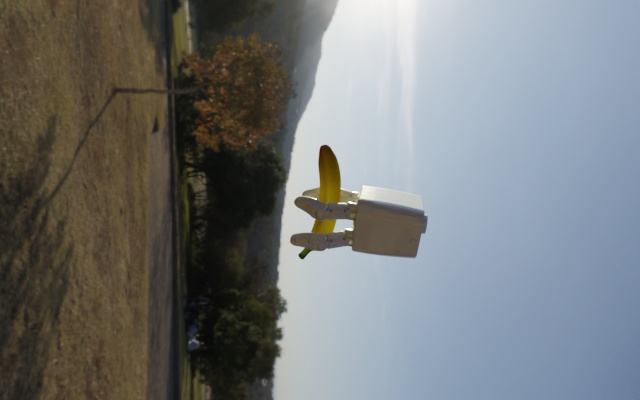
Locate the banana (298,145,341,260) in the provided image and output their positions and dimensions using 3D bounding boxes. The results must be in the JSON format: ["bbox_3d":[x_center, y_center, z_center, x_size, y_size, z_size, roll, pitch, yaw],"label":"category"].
[{"bbox_3d":[0.008,0.003,0.799,0.037,0.198,0.069,17,16,23],"label":"banana"}]
